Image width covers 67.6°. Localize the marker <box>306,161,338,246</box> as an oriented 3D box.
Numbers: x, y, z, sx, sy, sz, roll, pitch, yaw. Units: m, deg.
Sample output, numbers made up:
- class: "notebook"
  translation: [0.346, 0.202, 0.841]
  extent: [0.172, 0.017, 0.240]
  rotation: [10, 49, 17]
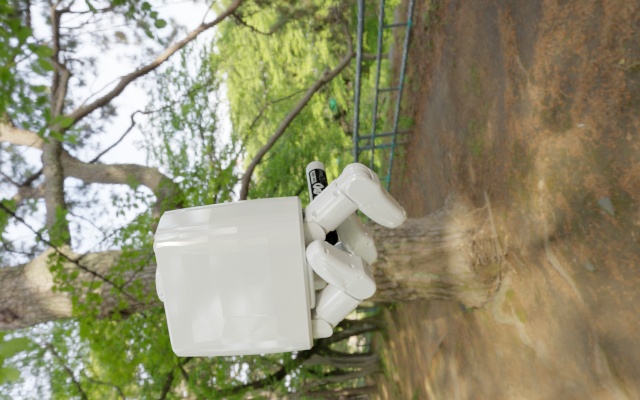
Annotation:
- class: "marker"
  translation: [0.000, 0.001, 0.411]
  extent: [0.020, 0.020, 0.121]
  rotation: [0, 32, -5]
